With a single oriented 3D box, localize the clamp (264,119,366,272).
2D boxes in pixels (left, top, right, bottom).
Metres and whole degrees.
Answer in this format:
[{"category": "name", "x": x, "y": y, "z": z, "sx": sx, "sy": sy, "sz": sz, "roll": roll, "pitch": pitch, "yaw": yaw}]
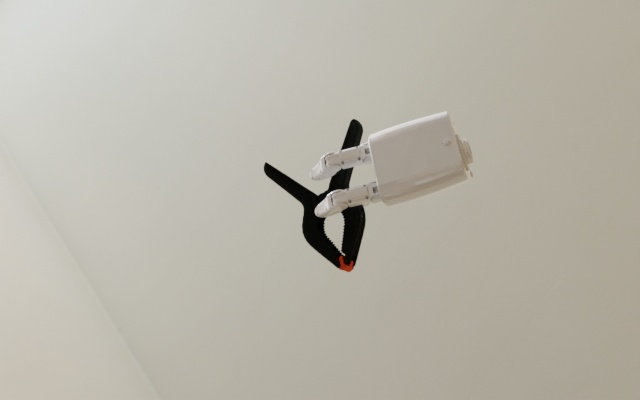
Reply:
[{"category": "clamp", "x": 0.001, "y": 0.003, "z": 0.679, "sx": 0.164, "sy": 0.210, "sz": 0.036, "roll": -18, "pitch": -21, "yaw": 22}]
